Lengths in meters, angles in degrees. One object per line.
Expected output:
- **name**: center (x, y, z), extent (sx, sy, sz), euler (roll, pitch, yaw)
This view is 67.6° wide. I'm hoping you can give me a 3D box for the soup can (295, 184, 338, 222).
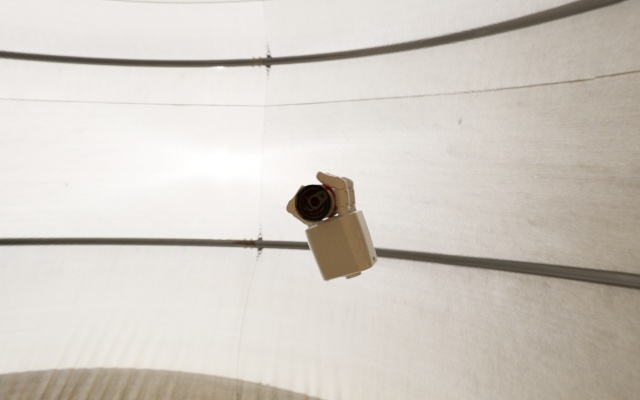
- **soup can**: center (0.000, 0.002, 0.886), extent (0.068, 0.068, 0.102), euler (0, 2, 16)
